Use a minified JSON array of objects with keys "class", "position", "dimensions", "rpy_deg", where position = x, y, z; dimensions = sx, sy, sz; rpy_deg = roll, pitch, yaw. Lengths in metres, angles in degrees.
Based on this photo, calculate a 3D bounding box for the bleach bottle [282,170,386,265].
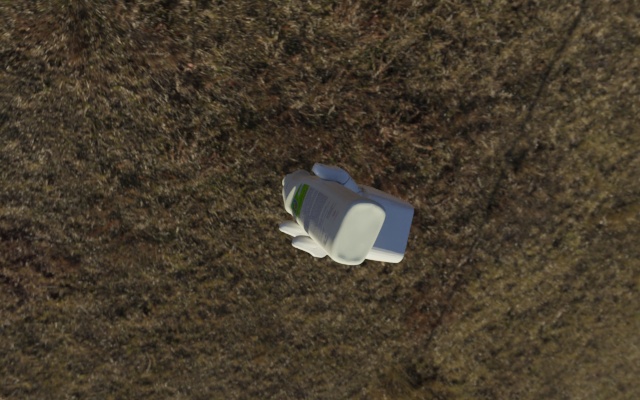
[{"class":"bleach bottle","position":[0.000,0.003,0.759],"dimensions":[0.068,0.102,0.250],"rpy_deg":[15,14,-31]}]
